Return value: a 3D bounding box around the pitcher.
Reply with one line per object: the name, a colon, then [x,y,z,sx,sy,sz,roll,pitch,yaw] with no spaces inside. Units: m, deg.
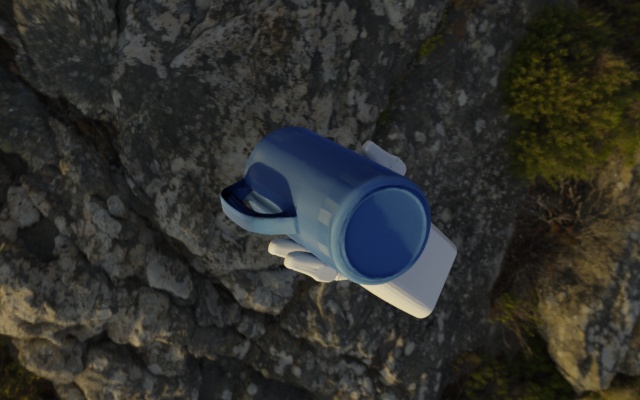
pitcher: [0.000,0.002,0.529,0.145,0.149,0.242,36,-2,-29]
